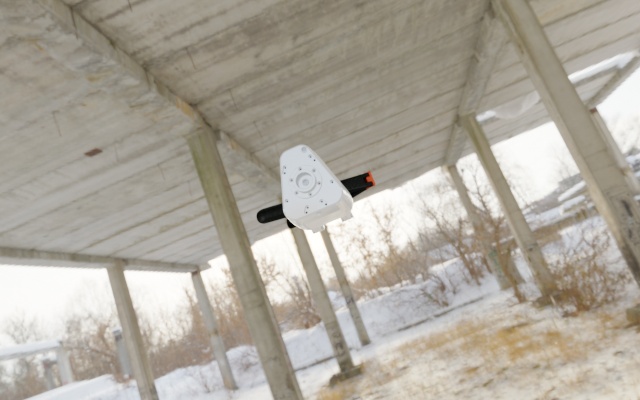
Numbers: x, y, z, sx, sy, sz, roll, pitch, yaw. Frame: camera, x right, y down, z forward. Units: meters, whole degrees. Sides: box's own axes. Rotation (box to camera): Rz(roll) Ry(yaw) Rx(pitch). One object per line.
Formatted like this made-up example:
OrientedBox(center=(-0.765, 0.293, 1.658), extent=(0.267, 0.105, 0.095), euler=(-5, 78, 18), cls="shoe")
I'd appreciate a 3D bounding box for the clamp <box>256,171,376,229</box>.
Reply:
OrientedBox(center=(0.000, 0.002, 0.877), extent=(0.210, 0.036, 0.164), euler=(-23, -11, 5), cls="clamp")
